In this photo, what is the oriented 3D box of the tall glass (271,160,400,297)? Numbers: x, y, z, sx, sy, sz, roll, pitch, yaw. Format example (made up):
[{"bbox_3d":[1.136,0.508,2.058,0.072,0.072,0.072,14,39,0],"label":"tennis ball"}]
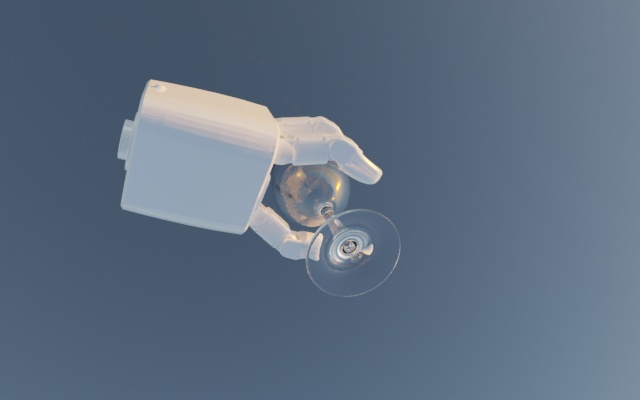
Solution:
[{"bbox_3d":[0.000,0.002,0.443,0.079,0.079,0.201,0,23,-16],"label":"tall glass"}]
